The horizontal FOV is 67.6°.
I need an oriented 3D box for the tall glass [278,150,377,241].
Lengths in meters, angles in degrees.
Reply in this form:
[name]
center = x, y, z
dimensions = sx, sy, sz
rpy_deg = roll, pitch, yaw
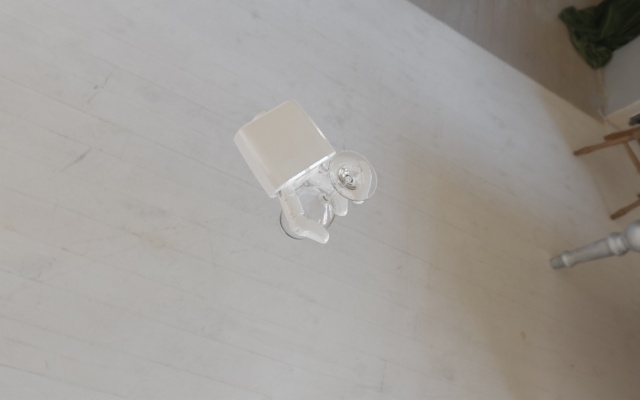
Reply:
[tall glass]
center = 0.000, 0.002, 0.714
dimensions = 0.079, 0.079, 0.201
rpy_deg = 0, -21, -28
